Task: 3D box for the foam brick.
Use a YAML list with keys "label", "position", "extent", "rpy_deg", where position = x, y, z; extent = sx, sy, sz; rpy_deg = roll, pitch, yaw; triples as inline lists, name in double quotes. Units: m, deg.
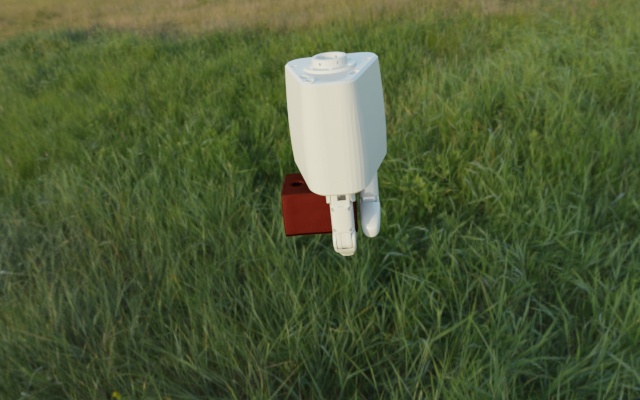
- label: "foam brick"
  position: [0.000, 0.002, 0.511]
  extent: [0.078, 0.051, 0.053]
  rpy_deg: [-5, 29, 5]
